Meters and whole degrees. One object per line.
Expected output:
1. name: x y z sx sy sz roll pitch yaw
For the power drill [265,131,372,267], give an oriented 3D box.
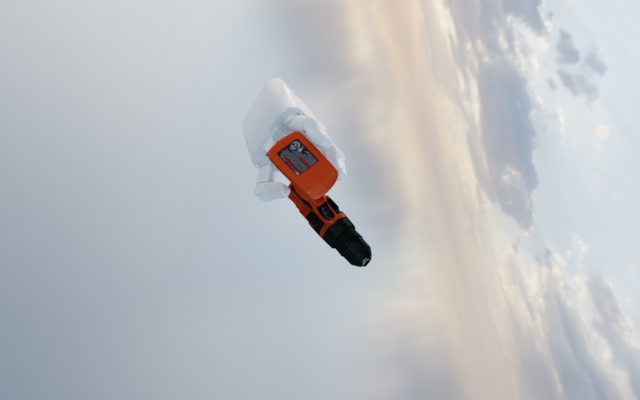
1. power drill: 0.000 0.002 0.681 0.057 0.184 0.188 -39 -28 -11
